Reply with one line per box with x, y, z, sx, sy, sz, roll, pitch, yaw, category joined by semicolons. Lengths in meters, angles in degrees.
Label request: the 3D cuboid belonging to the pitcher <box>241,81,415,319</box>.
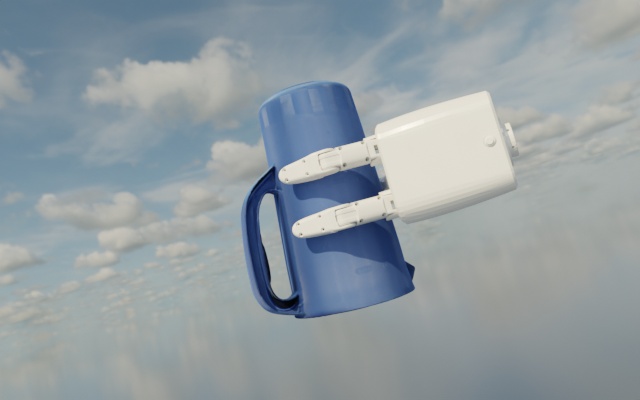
0.000;0.002;0.522;0.145;0.243;0.149;-17;-7;20;pitcher
